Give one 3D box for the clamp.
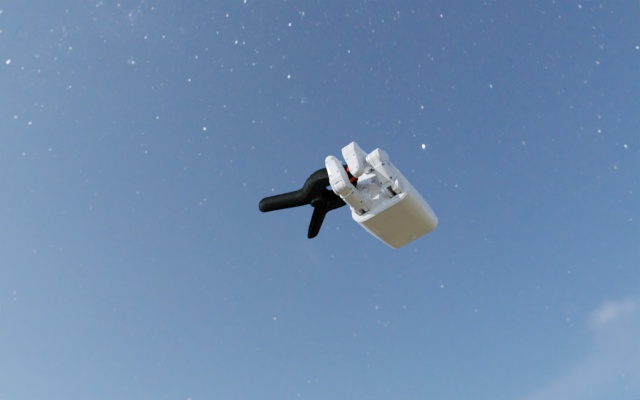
[{"bbox_3d":[0.000,0.002,0.761,0.171,0.039,0.120,-26,-42,27],"label":"clamp"}]
